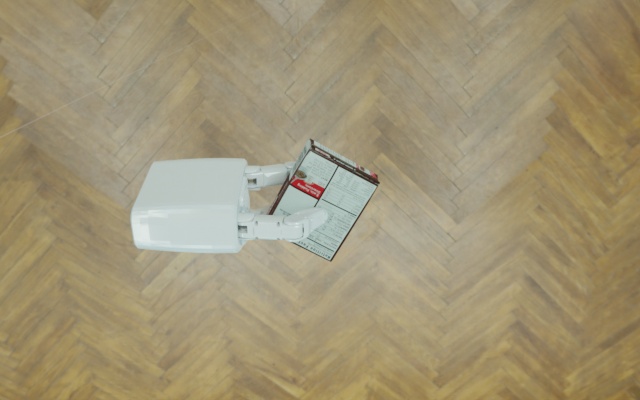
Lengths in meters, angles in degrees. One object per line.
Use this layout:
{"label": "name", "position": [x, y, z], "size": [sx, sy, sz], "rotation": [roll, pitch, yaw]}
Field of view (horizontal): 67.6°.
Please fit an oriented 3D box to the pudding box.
{"label": "pudding box", "position": [0.000, 0.002, 0.537], "size": [0.090, 0.113, 0.039], "rotation": [27, 21, -11]}
